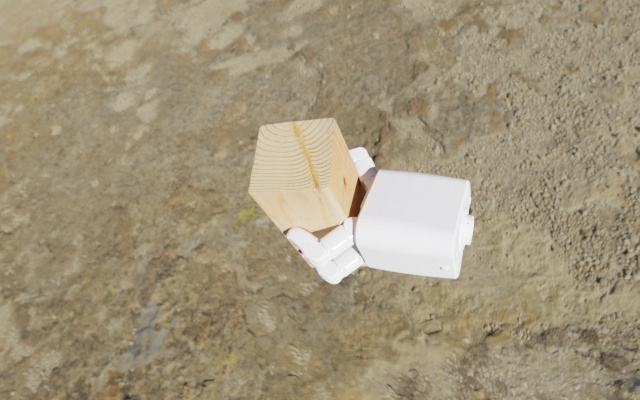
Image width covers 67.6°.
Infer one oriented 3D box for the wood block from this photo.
[{"bbox_3d":[0.000,0.002,0.583,0.090,0.090,0.206,-4,-30,17],"label":"wood block"}]
